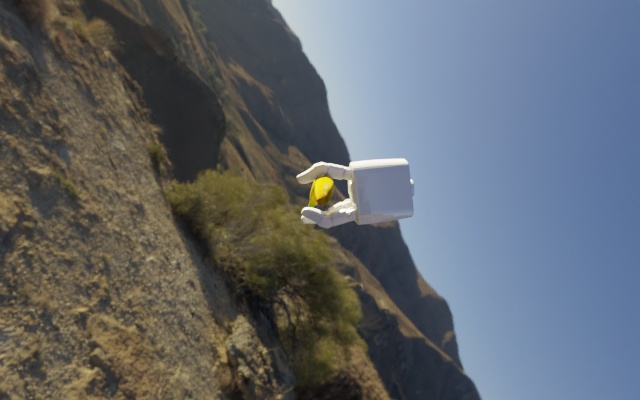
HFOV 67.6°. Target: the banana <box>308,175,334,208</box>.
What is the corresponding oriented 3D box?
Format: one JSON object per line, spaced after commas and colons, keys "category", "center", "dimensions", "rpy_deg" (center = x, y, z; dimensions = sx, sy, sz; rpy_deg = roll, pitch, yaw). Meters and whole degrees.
{"category": "banana", "center": [0.003, -0.015, 0.896], "dimensions": [0.037, 0.069, 0.198], "rpy_deg": [11, -7, -4]}
